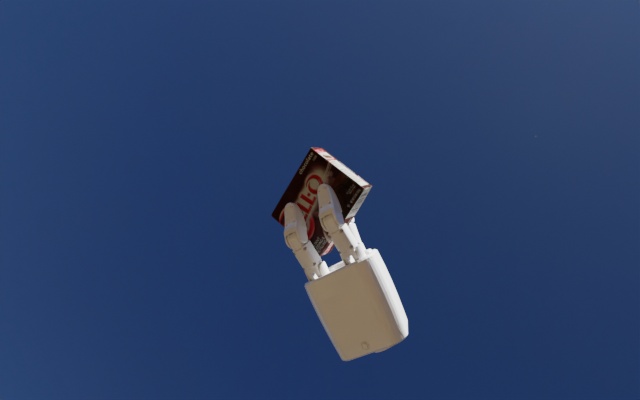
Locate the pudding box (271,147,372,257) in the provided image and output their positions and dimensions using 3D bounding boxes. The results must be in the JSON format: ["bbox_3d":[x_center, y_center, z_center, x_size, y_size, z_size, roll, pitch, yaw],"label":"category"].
[{"bbox_3d":[0.000,0.002,0.617,0.090,0.113,0.039,39,19,18],"label":"pudding box"}]
